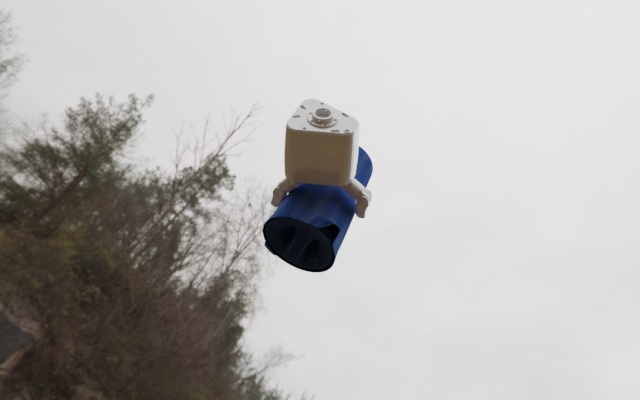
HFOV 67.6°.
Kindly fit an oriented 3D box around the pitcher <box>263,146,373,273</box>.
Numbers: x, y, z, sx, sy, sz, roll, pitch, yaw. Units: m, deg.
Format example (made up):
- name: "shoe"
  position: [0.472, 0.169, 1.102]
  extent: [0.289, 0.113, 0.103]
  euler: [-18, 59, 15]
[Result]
- name: "pitcher"
  position: [0.000, 0.003, 0.871]
  extent: [0.149, 0.145, 0.242]
  euler: [18, 48, 15]
